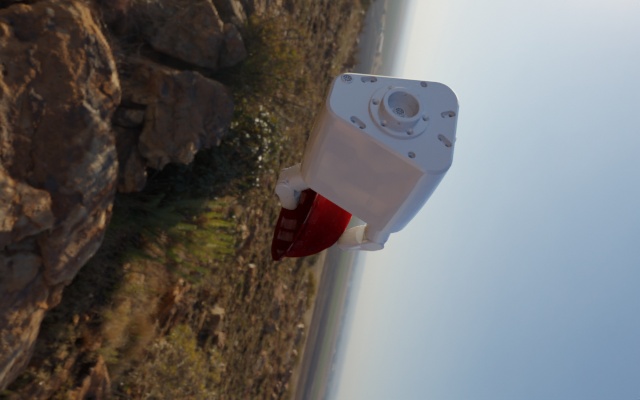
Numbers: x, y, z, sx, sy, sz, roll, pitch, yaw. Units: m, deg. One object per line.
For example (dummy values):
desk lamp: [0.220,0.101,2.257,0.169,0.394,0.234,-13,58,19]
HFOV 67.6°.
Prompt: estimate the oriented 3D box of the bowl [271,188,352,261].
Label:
bowl: [0.000,0.002,0.547,0.055,0.162,0.162,23,-6,-14]
